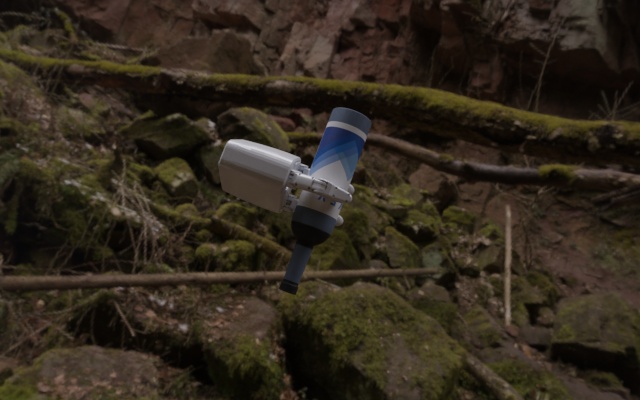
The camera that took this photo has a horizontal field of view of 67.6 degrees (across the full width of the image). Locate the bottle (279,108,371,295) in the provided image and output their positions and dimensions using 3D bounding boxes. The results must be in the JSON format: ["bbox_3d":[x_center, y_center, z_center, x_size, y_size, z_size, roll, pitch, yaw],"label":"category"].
[{"bbox_3d":[0.000,0.002,0.746,0.069,0.295,0.069,20,-8,3],"label":"bottle"}]
